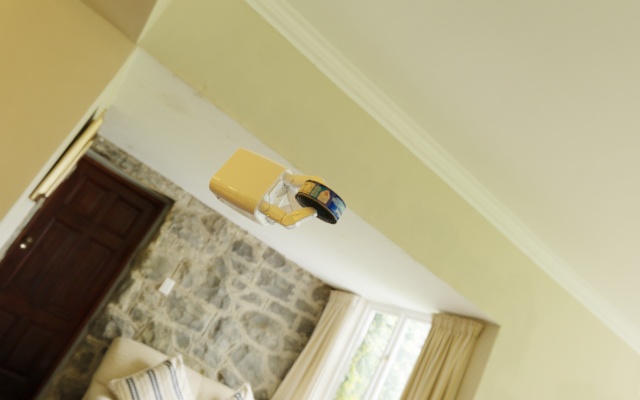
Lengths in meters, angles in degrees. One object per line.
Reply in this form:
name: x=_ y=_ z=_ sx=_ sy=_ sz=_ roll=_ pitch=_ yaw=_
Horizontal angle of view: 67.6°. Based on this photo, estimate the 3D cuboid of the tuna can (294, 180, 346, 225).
tuna can: x=0.000 y=0.002 z=0.814 sx=0.086 sy=0.033 sz=0.086 roll=31 pitch=-17 yaw=10
